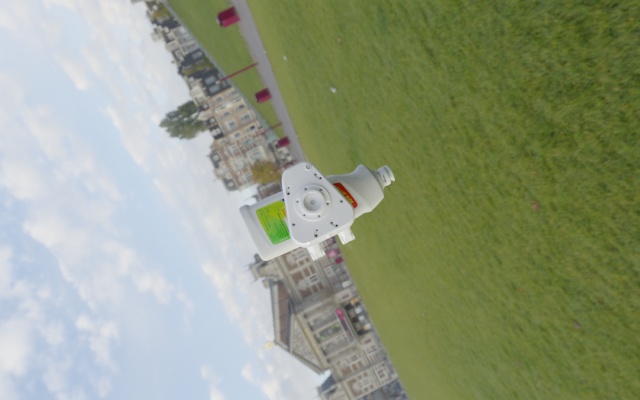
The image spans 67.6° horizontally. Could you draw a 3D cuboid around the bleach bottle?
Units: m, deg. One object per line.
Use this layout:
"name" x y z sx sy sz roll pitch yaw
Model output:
"bleach bottle" 0.000 0.003 0.788 0.251 0.102 0.068 -26 -6 -2
